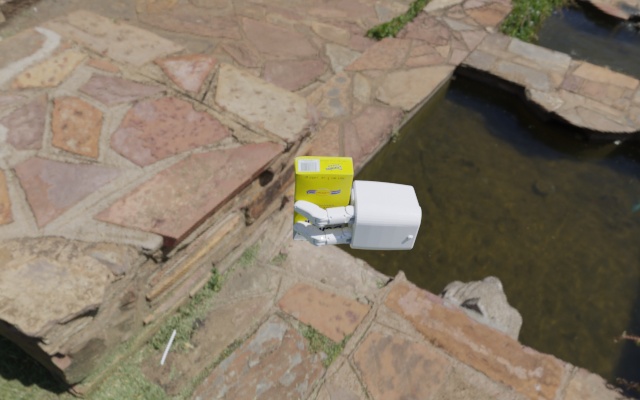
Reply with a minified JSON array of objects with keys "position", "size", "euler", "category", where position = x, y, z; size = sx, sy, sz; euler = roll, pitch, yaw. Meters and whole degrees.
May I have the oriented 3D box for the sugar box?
[{"position":[0.000,0.003,0.812],"size":[0.093,0.048,0.176],"euler":[1,-44,-3],"category":"sugar box"}]
